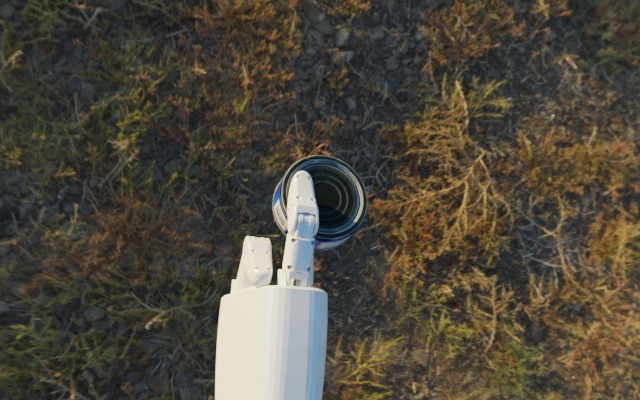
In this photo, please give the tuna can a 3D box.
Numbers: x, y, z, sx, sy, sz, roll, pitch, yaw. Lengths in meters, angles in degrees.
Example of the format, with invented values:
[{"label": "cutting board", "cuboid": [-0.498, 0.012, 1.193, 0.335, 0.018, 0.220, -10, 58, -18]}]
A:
[{"label": "tuna can", "cuboid": [0.000, 0.001, 0.445, 0.086, 0.086, 0.034, 0, -21, -17]}]
